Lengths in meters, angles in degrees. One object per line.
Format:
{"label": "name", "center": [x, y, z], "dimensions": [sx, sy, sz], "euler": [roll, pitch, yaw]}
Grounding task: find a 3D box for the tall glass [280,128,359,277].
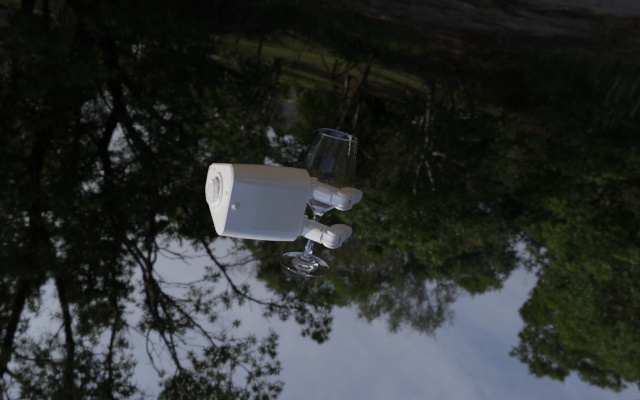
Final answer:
{"label": "tall glass", "center": [0.000, 0.003, 0.677], "dimensions": [0.079, 0.201, 0.079], "euler": [13, 17, -4]}
